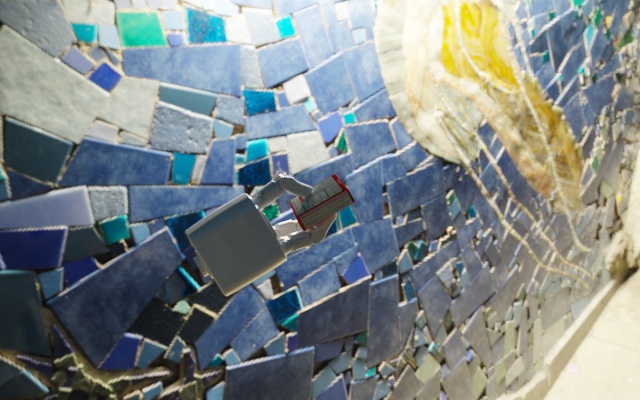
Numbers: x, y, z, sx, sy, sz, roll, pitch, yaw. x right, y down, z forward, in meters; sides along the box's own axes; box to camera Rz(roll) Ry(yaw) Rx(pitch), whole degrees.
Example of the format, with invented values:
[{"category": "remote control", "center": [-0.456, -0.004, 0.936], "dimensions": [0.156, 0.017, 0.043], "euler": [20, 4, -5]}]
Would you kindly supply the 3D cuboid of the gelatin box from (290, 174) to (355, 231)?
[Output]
[{"category": "gelatin box", "center": [0.000, 0.002, 0.730], "dimensions": [0.089, 0.030, 0.073], "euler": [-31, 24, -1]}]
